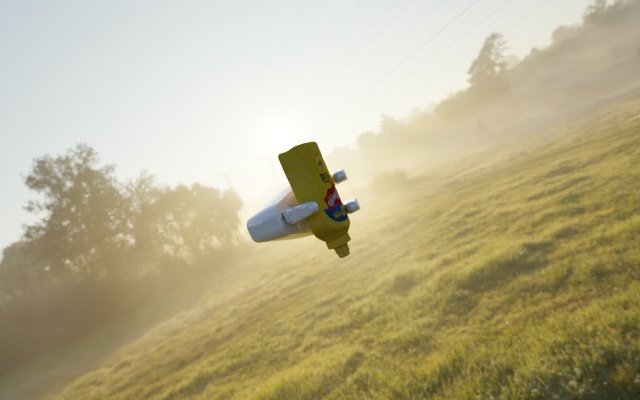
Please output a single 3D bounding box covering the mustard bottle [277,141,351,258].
[{"bbox_3d":[0.000,0.002,0.765,0.058,0.191,0.096,-23,1,23],"label":"mustard bottle"}]
